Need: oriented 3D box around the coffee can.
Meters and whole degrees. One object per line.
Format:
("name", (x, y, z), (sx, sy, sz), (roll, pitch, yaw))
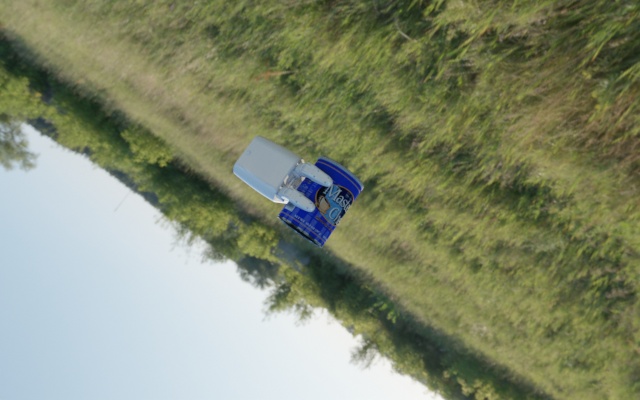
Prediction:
("coffee can", (0.000, 0.003, 0.892), (0.103, 0.140, 0.103), (34, -9, 6))
